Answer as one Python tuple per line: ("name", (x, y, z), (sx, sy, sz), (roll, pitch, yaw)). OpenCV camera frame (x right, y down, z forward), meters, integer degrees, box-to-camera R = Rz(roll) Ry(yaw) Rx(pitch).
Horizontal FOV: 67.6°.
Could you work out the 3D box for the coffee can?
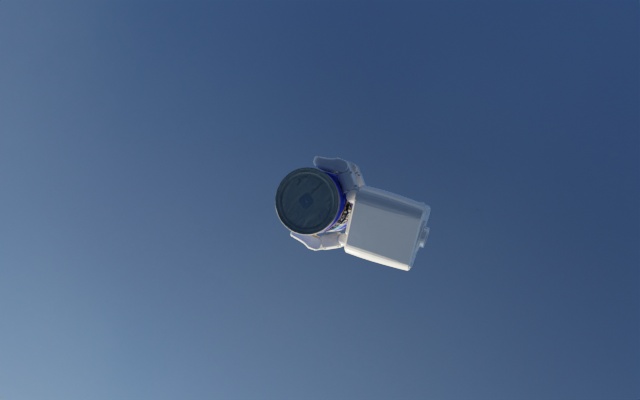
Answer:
("coffee can", (0.000, 0.003, 0.786), (0.103, 0.103, 0.140), (0, -1, 19))
